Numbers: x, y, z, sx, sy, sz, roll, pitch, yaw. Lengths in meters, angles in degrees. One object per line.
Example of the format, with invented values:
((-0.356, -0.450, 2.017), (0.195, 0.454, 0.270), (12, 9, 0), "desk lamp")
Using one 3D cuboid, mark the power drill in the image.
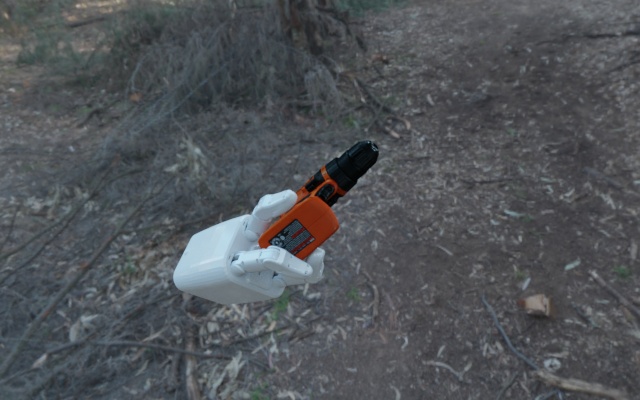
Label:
((0.000, 0.002, 0.641), (0.184, 0.057, 0.187), (-42, 6, 22), "power drill")
